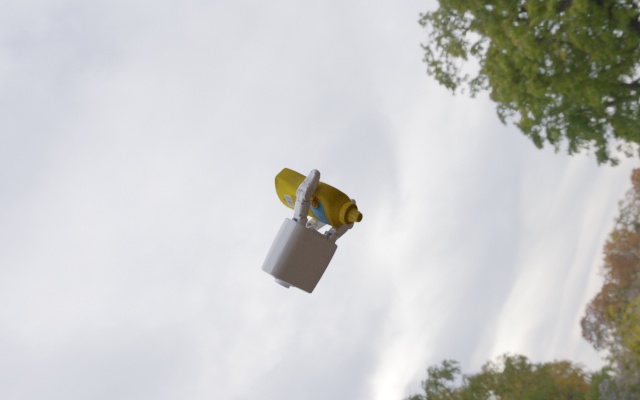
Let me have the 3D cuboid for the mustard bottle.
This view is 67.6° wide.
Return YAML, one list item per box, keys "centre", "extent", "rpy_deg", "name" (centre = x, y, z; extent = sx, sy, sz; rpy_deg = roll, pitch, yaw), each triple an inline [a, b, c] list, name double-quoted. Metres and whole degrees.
- centre: [0.000, 0.003, 0.899]
  extent: [0.191, 0.096, 0.058]
  rpy_deg: [23, 57, 38]
  name: "mustard bottle"
